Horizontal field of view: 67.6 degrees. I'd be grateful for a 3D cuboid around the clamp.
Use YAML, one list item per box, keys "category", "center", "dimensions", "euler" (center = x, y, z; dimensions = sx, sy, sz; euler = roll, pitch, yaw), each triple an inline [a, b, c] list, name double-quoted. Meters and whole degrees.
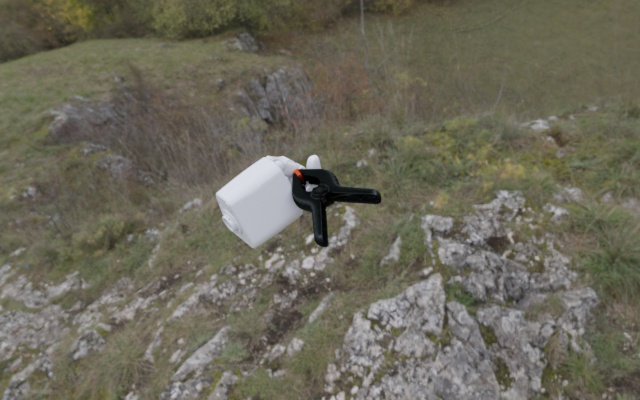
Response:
- category: "clamp"
  center: [0.000, 0.002, 0.754]
  dimensions: [0.120, 0.039, 0.171]
  euler: [-41, 41, -20]
